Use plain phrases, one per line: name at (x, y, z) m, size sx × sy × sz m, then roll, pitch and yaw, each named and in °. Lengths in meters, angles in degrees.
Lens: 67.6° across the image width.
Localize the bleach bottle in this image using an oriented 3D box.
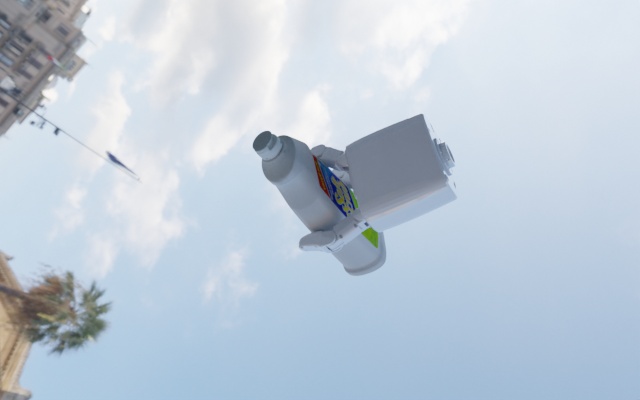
bleach bottle at (0.000, 0.002, 0.621) m, size 0.068 × 0.102 × 0.251 m, roll -23°, pitch -42°, yaw 23°
